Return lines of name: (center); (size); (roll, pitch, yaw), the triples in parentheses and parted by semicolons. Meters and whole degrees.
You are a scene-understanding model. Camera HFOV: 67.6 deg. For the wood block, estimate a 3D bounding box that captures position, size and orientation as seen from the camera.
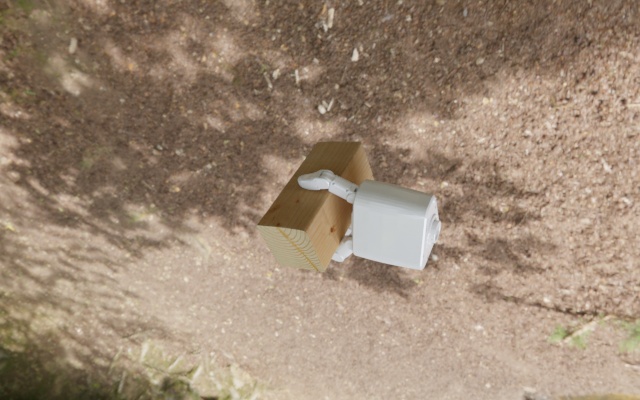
wood block: (0.000, 0.002, 0.763); (0.090, 0.091, 0.206); (4, 44, 32)
